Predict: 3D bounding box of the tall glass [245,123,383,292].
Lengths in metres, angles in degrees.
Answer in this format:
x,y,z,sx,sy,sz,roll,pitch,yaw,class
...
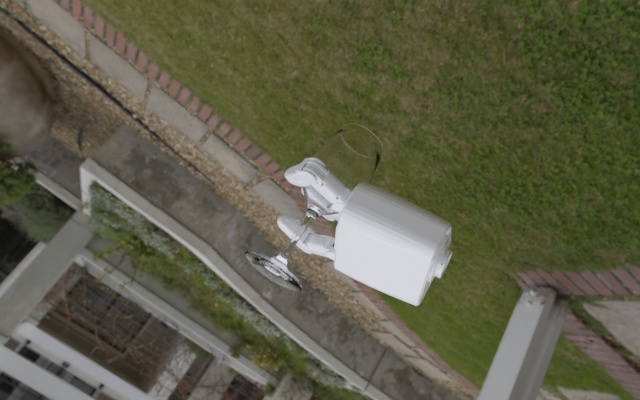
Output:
x,y,z,sx,sy,sz,roll,pitch,yaw,class
0.000,0.002,0.554,0.079,0.201,0.079,28,-24,14,tall glass
